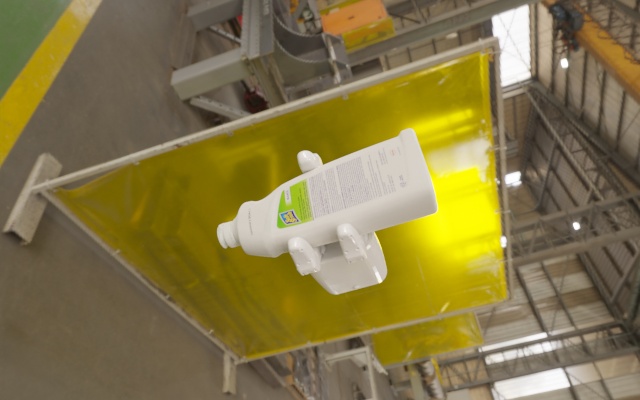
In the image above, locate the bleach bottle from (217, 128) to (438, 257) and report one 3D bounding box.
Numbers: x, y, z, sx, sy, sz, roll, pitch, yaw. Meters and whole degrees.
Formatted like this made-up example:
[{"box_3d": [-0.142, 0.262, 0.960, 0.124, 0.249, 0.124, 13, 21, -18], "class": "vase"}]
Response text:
[{"box_3d": [0.000, 0.002, 0.555, 0.251, 0.102, 0.068, -16, -37, 10], "class": "bleach bottle"}]
